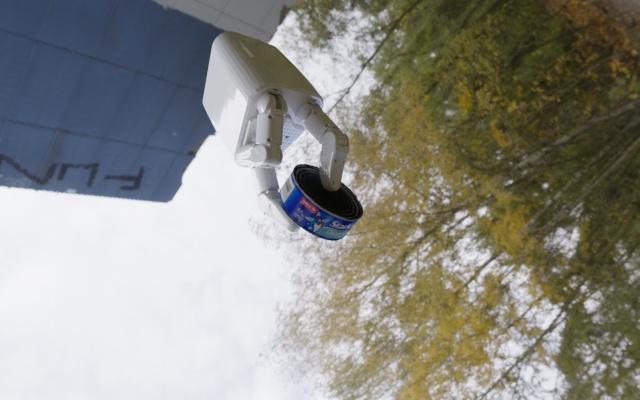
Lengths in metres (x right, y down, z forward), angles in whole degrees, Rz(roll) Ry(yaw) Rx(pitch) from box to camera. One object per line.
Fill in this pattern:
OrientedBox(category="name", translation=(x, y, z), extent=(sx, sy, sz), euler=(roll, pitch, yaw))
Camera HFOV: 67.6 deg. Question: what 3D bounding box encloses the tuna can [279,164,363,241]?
OrientedBox(category="tuna can", translation=(0.000, 0.002, 0.496), extent=(0.086, 0.034, 0.086), euler=(29, 25, -15))
